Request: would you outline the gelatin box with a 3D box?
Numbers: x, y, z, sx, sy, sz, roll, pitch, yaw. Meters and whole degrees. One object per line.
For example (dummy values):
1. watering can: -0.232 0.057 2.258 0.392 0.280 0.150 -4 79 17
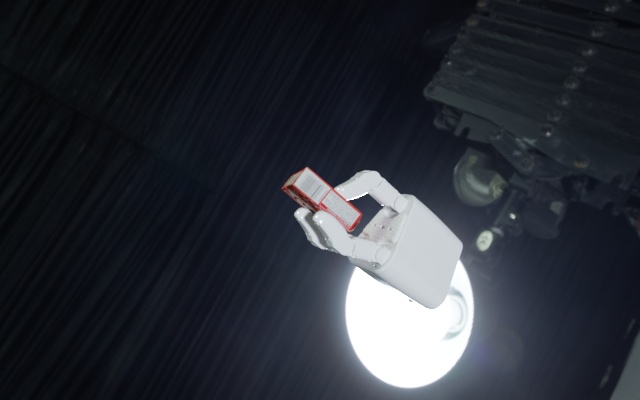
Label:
1. gelatin box: 0.000 0.001 0.575 0.089 0.030 0.073 40 -11 -10
